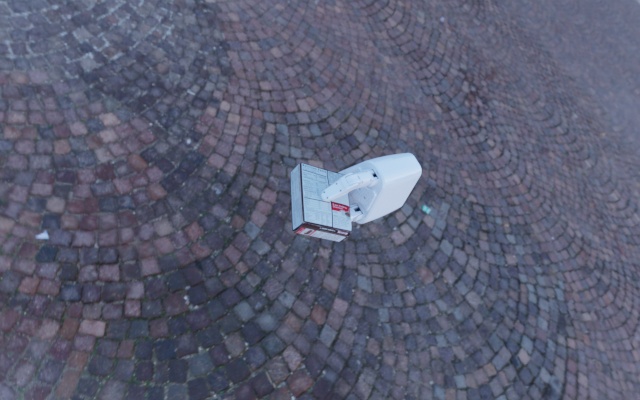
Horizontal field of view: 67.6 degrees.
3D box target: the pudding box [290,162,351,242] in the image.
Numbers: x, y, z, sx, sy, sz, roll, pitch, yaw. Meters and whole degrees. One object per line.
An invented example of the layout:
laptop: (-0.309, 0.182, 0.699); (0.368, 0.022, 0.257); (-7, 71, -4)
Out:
pudding box: (0.000, 0.002, 0.753); (0.090, 0.113, 0.039); (13, -36, -27)
